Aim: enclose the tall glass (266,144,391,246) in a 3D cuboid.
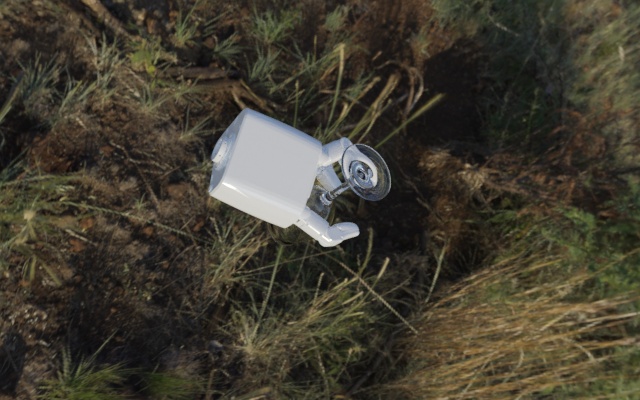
[{"bbox_3d":[0.001,0.002,0.641,0.079,0.079,0.201,0,-22,-36],"label":"tall glass"}]
